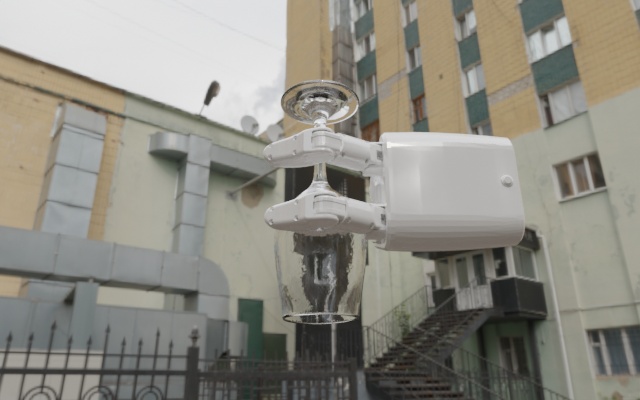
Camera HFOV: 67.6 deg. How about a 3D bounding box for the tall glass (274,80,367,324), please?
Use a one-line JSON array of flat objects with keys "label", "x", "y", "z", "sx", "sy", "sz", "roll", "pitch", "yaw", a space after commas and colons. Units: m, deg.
[{"label": "tall glass", "x": 0.000, "y": 0.001, "z": 0.414, "sx": 0.079, "sy": 0.201, "sz": 0.079, "roll": 0, "pitch": -21, "yaw": 0}]
